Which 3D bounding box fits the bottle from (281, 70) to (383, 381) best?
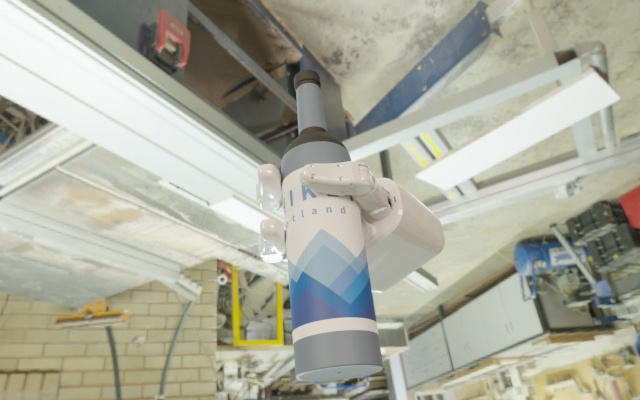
[{"bbox_3d":[0.000,0.002,0.428,0.069,0.295,0.069,-5,-28,-3],"label":"bottle"}]
